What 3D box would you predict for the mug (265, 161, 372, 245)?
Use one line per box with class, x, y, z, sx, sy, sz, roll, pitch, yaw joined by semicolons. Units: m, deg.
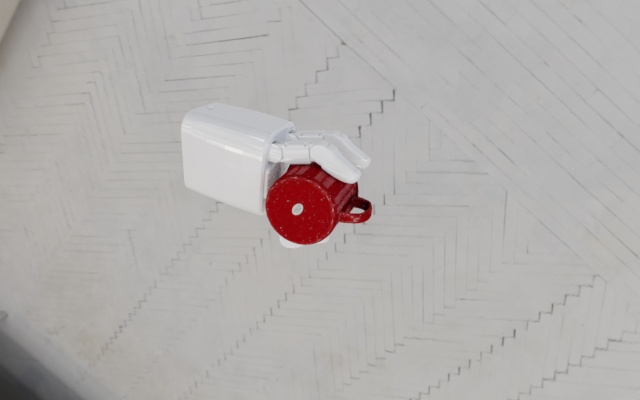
mug;0.001;0.002;0.535;0.117;0.093;0.081;17;25;11
